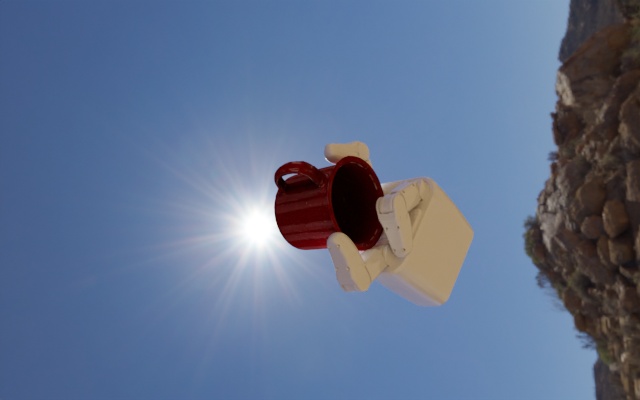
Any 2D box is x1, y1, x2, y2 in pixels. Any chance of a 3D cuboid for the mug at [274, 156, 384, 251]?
[{"bbox_3d":[-0.001,0.001,0.479,0.081,0.093,0.117,-10,-38,40],"label":"mug"}]
